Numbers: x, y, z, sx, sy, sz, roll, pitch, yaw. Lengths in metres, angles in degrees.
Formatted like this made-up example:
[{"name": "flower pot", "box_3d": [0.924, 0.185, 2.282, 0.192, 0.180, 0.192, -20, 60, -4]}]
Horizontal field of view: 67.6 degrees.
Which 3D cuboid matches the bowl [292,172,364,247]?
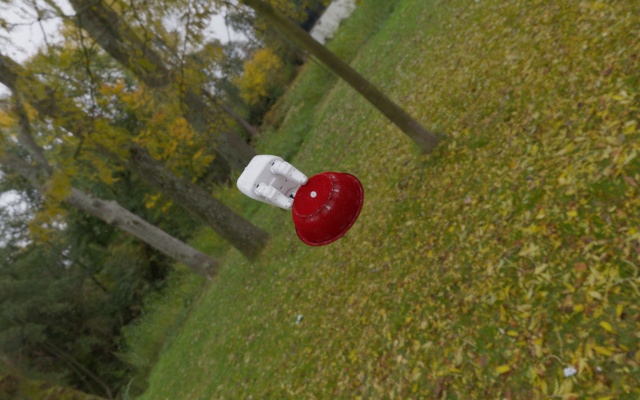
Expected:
[{"name": "bowl", "box_3d": [0.001, 0.003, 0.897, 0.162, 0.162, 0.055, 0, -30, 42]}]
